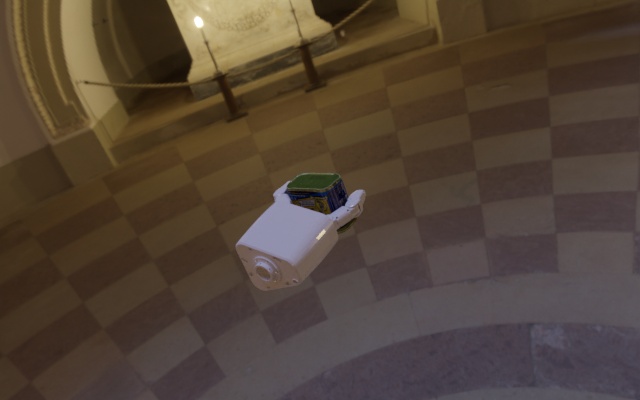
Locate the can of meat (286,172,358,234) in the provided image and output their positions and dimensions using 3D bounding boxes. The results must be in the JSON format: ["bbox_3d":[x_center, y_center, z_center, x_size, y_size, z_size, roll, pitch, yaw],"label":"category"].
[{"bbox_3d":[0.000,0.002,0.786,0.102,0.084,0.057,3,36,39],"label":"can of meat"}]
